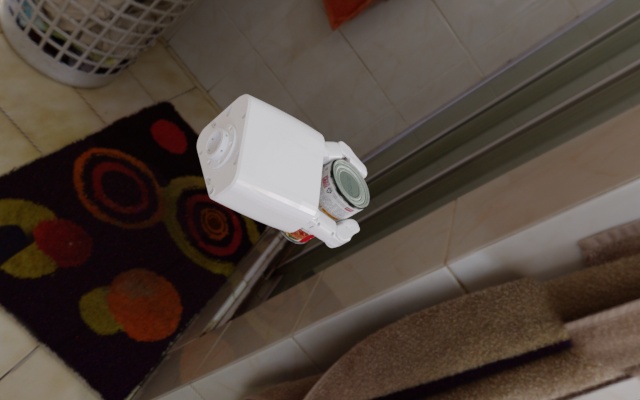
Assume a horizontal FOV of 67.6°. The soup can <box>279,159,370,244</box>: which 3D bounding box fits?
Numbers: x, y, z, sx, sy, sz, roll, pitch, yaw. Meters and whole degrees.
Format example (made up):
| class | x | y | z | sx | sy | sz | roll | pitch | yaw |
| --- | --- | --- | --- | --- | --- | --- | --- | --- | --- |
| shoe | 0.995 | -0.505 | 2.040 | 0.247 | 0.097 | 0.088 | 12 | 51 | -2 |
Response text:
| class | x | y | z | sx | sy | sz | roll | pitch | yaw |
| --- | --- | --- | --- | --- | --- | --- | --- | --- | --- |
| soup can | 0.001 | 0.002 | 0.582 | 0.102 | 0.068 | 0.068 | -32 | -18 | 32 |
